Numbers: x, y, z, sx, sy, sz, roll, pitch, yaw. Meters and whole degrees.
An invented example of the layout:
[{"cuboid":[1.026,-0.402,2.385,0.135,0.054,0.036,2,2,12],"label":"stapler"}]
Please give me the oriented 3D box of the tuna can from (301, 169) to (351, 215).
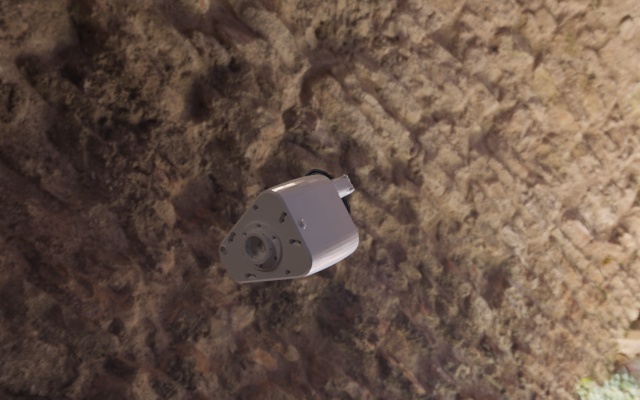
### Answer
[{"cuboid":[0.000,0.002,0.647,0.034,0.086,0.086,-34,-19,31],"label":"tuna can"}]
